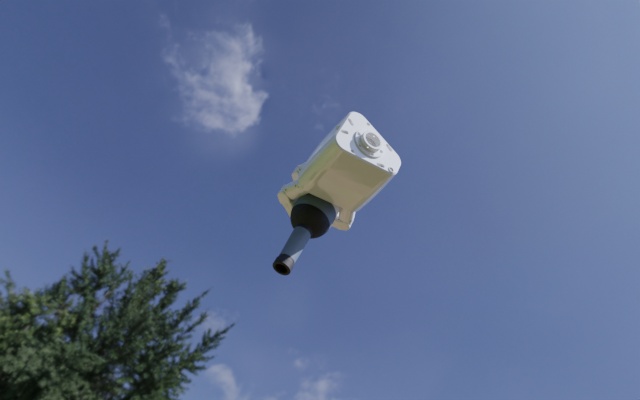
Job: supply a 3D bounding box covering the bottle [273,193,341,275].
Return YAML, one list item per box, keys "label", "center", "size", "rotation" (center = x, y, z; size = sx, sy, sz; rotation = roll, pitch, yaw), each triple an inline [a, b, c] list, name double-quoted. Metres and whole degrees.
- label: "bottle"
  center: [0.000, 0.002, 0.760]
  size: [0.069, 0.069, 0.295]
  rotation: [0, 39, 28]
